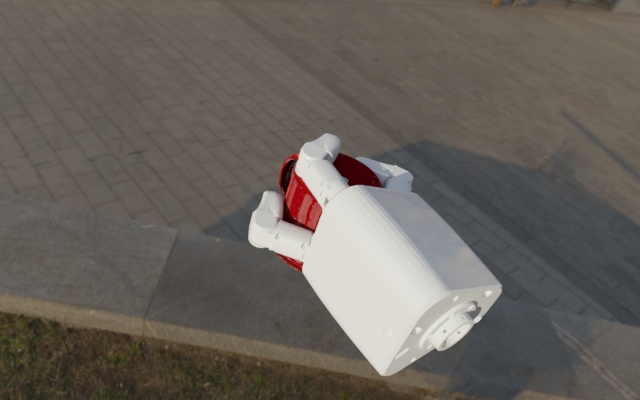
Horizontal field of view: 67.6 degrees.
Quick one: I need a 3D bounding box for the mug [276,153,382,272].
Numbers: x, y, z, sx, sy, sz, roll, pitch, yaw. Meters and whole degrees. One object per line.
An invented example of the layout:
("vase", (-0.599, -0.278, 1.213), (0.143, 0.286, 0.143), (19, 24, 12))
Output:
("mug", (-0.001, 0.000, 0.445), (0.093, 0.081, 0.117), (-13, 48, -36))
